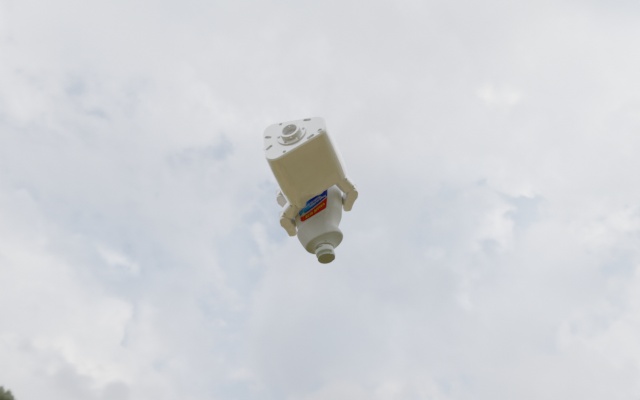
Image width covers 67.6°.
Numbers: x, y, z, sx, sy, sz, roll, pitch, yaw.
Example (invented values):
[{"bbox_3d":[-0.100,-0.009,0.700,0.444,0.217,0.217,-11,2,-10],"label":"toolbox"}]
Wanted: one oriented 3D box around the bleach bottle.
[{"bbox_3d":[0.000,0.003,0.851,0.102,0.250,0.068,-19,-45,8],"label":"bleach bottle"}]
